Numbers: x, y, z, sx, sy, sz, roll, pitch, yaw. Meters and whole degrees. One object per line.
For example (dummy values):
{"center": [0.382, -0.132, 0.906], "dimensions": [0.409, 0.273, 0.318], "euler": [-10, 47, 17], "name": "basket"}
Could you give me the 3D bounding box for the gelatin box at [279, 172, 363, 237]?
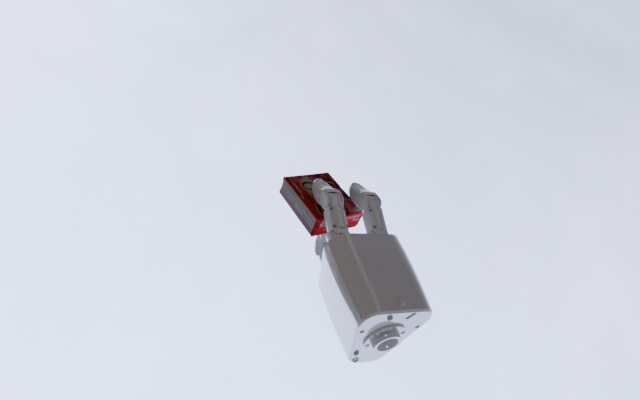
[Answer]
{"center": [0.000, 0.002, 0.619], "dimensions": [0.073, 0.030, 0.089], "euler": [-9, 45, -36], "name": "gelatin box"}
